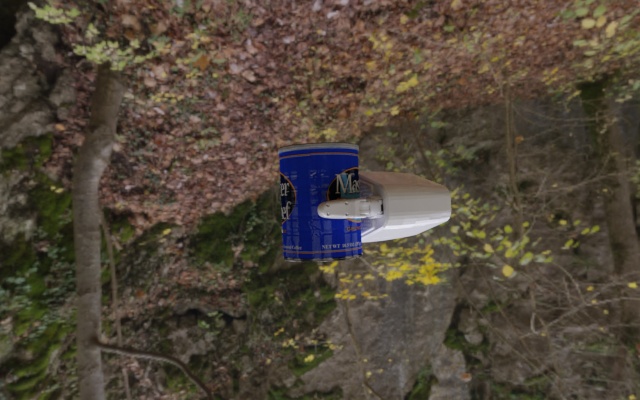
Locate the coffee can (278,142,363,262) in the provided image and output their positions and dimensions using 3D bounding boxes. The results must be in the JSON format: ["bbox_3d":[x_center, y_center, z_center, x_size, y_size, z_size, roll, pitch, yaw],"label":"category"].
[{"bbox_3d":[0.000,0.002,0.608,0.103,0.140,0.103,-2,0,0],"label":"coffee can"}]
